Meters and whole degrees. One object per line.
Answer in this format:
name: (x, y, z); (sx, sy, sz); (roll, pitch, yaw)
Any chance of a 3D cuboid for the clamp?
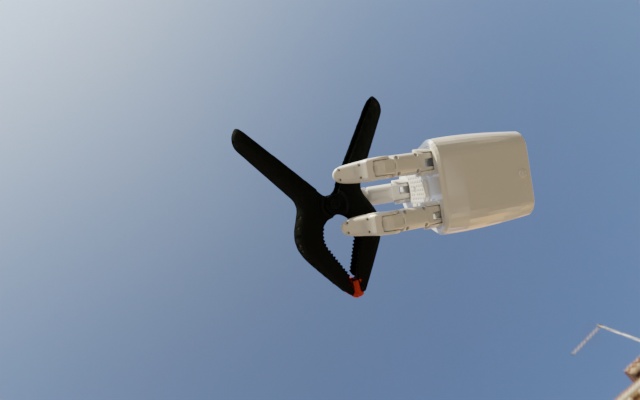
clamp: (0.000, 0.002, 0.506); (0.164, 0.210, 0.036); (-9, 1, -13)
